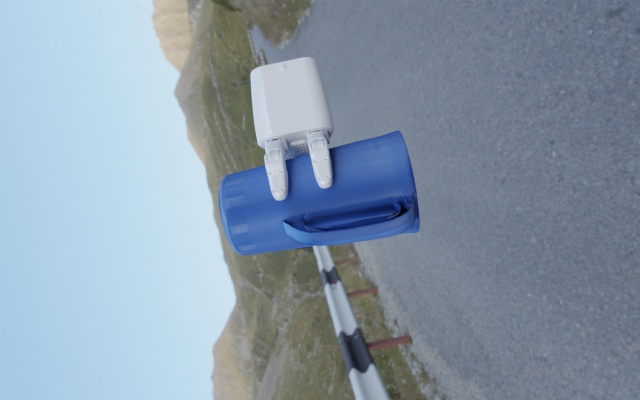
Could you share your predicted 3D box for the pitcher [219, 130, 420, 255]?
[{"bbox_3d":[0.000,0.002,0.608,0.243,0.145,0.149,-11,-16,3],"label":"pitcher"}]
